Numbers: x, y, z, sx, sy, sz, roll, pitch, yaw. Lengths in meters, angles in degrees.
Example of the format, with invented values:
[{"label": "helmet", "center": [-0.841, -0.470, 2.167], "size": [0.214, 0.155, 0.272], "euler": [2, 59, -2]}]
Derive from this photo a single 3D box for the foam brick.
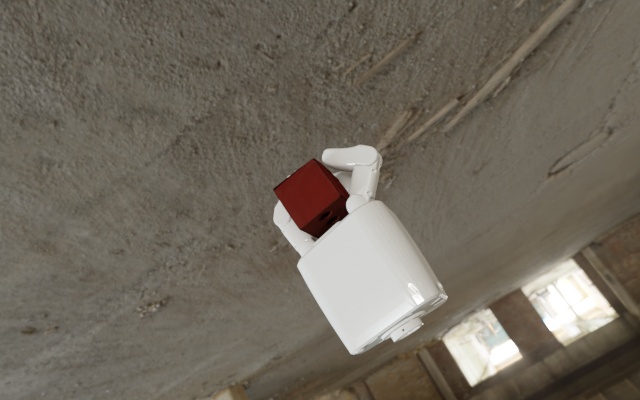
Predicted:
[{"label": "foam brick", "center": [0.000, 0.002, 0.484], "size": [0.053, 0.051, 0.078], "euler": [-38, -24, 9]}]
